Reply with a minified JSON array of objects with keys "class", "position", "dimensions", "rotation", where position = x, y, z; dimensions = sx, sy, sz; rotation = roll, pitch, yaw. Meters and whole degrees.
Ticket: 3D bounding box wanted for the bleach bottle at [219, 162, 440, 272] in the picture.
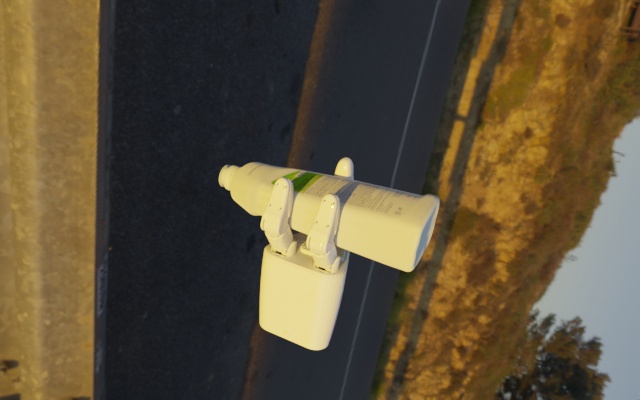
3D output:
[{"class":"bleach bottle","position":[0.000,0.002,0.548],"dimensions":[0.251,0.068,0.102],"rotation":[17,26,20]}]
